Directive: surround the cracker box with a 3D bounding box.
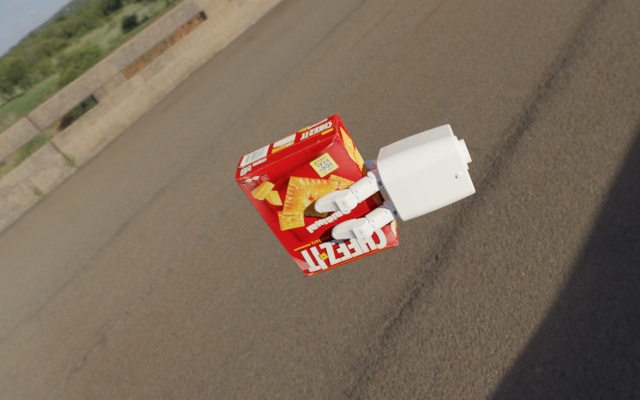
[{"bbox_3d":[0.000,0.002,0.709,0.164,0.214,0.072,-22,32,17],"label":"cracker box"}]
